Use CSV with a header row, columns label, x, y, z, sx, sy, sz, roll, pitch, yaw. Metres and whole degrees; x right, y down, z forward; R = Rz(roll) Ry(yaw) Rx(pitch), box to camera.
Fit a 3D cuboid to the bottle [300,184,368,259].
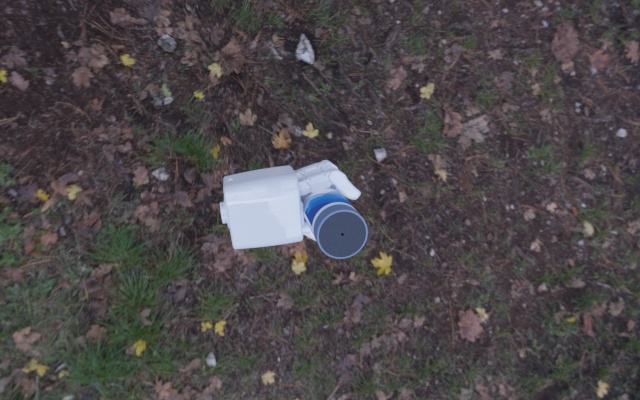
label,x,y,z,sx,sy,sz,roll,pitch,yaw
bottle,0.000,0.003,0.741,0.069,0.069,0.295,0,16,-11
